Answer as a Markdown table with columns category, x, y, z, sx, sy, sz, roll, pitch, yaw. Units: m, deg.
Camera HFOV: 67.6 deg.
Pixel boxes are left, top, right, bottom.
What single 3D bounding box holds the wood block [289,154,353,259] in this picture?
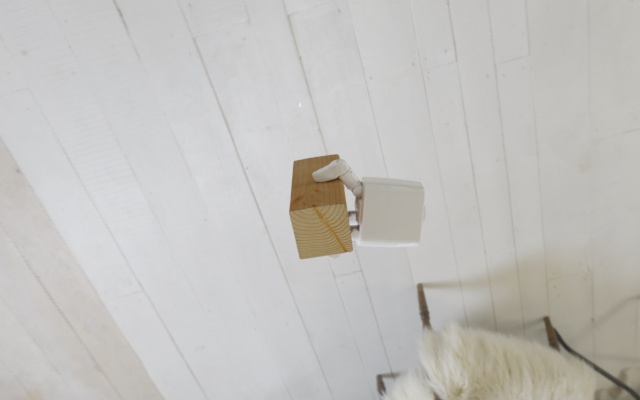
| category | x | y | z | sx | sy | sz | roll | pitch | yaw |
| --- | --- | --- | --- | --- | --- | --- | --- | --- | --- |
| wood block | 0.000 | 0.002 | 0.829 | 0.090 | 0.091 | 0.206 | -9 | 26 | 3 |
